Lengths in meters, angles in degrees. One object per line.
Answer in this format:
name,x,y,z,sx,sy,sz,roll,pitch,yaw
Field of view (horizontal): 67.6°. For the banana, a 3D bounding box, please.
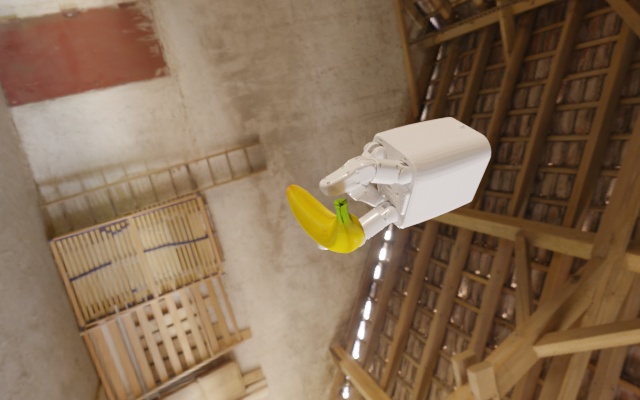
banana,0.006,0.020,0.526,0.037,0.069,0.198,-18,10,-17
